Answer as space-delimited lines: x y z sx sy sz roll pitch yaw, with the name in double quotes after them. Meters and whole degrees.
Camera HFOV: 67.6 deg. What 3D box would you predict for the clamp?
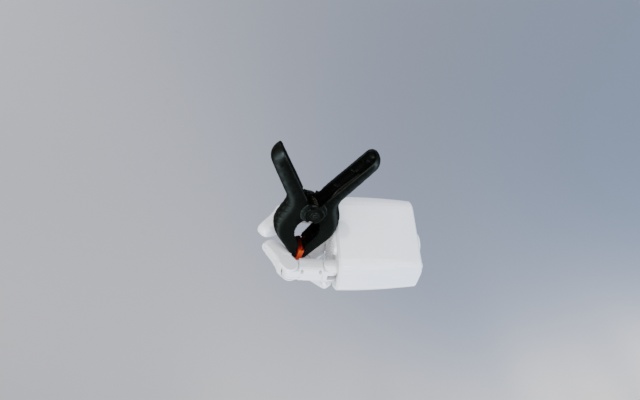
0.000 0.002 0.549 0.120 0.039 0.172 1 -45 -9 "clamp"
